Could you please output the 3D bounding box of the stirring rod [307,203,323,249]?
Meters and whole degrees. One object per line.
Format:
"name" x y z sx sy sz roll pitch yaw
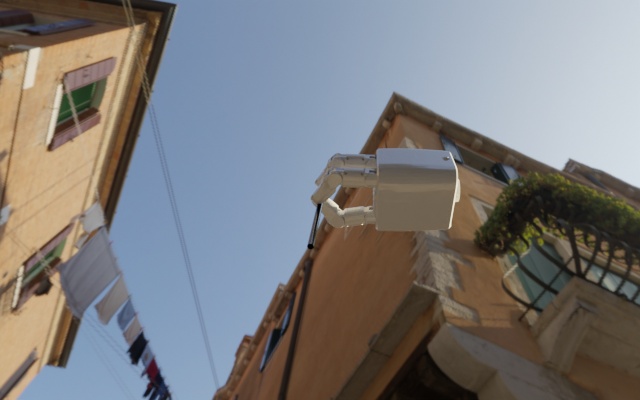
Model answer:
"stirring rod" 0.000 0.002 0.673 0.011 0.011 0.239 0 26 6
